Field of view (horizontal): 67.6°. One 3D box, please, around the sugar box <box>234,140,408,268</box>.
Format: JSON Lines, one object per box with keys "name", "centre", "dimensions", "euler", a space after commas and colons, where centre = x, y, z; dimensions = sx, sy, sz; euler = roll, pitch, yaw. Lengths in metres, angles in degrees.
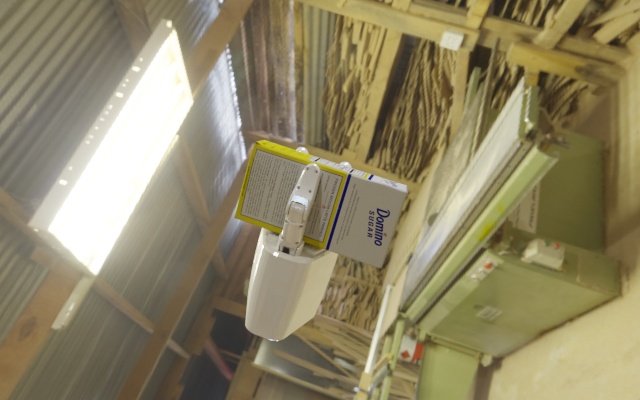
{"name": "sugar box", "centre": [0.000, 0.002, 0.537], "dimensions": [0.176, 0.093, 0.048], "euler": [19, 15, 5]}
